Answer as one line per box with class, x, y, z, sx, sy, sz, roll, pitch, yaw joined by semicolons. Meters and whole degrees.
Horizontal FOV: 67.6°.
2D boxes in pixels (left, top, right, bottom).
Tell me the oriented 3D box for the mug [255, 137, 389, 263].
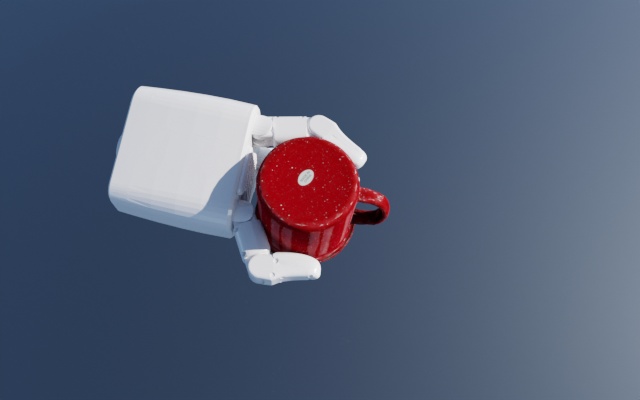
mug;0.001;0.002;0.404;0.117;0.093;0.081;10;-22;0
